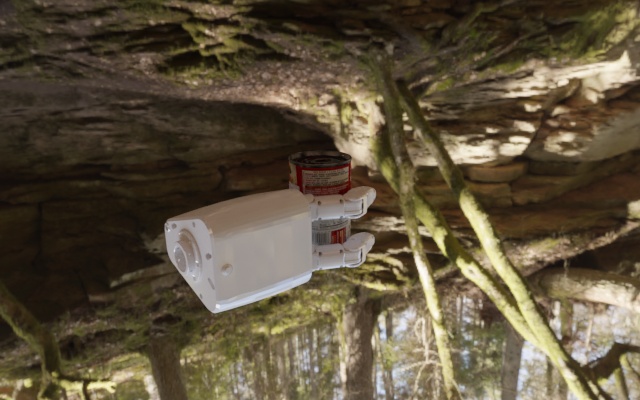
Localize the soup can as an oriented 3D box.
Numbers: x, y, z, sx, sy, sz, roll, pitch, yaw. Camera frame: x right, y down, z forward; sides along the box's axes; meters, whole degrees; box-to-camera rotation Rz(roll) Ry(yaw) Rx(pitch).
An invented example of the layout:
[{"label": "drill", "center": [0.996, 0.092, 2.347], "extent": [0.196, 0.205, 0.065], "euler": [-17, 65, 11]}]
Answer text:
[{"label": "soup can", "center": [0.000, 0.002, 0.524], "extent": [0.068, 0.102, 0.068], "euler": [-1, 18, 0]}]
